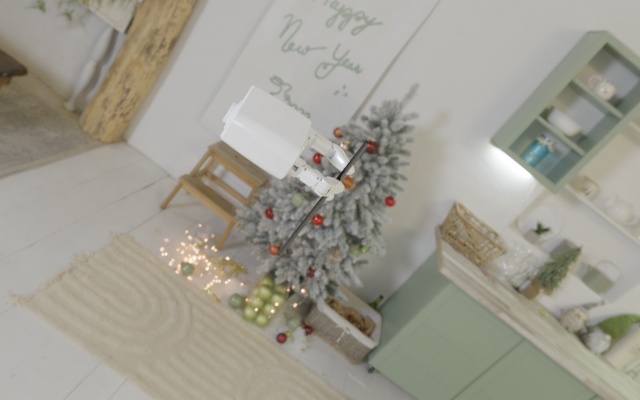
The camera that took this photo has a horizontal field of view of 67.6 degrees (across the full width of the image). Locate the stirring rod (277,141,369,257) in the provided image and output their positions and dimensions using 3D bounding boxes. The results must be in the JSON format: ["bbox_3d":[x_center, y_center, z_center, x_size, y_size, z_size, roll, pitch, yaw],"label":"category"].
[{"bbox_3d":[0.000,0.002,0.747,0.011,0.239,0.011,32,23,-15],"label":"stirring rod"}]
